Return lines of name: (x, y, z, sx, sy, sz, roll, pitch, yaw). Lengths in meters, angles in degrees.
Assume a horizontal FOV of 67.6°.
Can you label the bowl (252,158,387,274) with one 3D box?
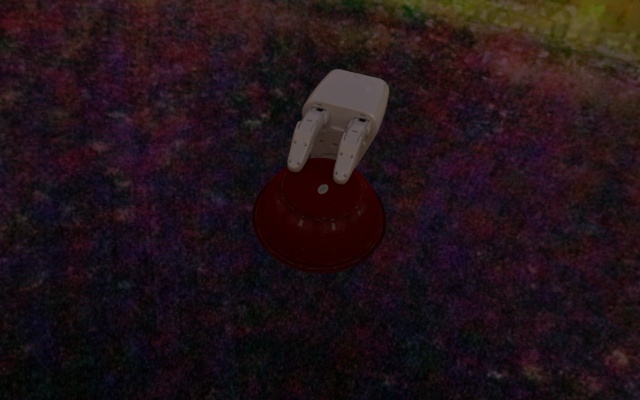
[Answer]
bowl: (0.000, 0.003, 0.552, 0.162, 0.162, 0.055, 0, -38, -4)
